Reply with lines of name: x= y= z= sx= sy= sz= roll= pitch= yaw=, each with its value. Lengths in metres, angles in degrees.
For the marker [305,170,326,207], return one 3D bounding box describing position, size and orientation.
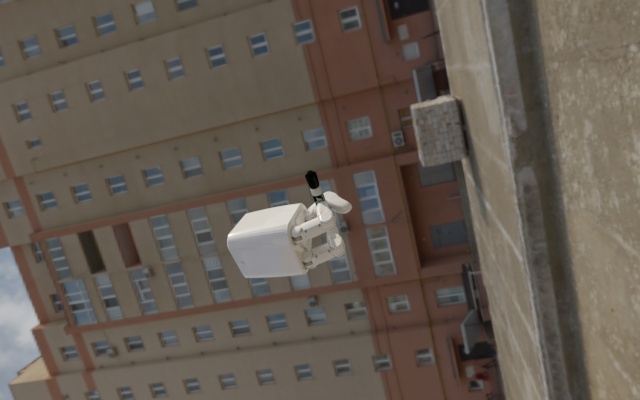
marker: x=0.000 y=0.003 z=0.769 sx=0.020 sy=0.121 sz=0.020 roll=-13 pitch=35 yaw=10
